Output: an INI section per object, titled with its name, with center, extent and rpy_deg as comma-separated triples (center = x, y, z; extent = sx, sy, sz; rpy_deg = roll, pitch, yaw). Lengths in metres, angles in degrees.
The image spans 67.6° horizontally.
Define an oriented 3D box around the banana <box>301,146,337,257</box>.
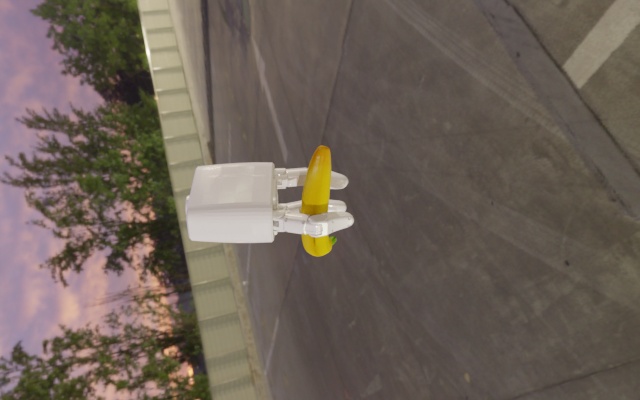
[banana]
center = -0.004, 0.018, 0.636
extent = 0.037, 0.069, 0.198
rpy_deg = 9, -40, 10
